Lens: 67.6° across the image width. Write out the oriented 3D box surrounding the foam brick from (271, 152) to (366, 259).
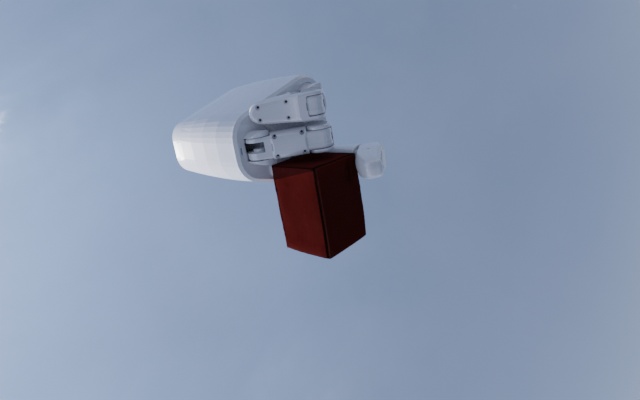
[{"bbox_3d":[0.000,0.002,0.409,0.051,0.078,0.053,6,22,42],"label":"foam brick"}]
